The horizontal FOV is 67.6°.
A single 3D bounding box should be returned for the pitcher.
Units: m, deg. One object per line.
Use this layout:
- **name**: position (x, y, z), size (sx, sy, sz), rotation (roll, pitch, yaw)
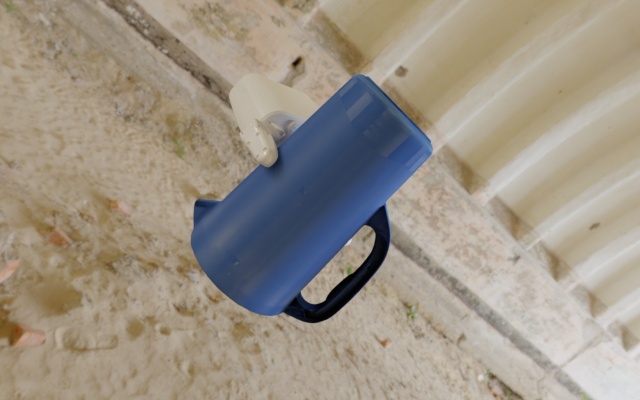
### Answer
- **pitcher**: position (0.000, 0.001, 0.490), size (0.149, 0.243, 0.145), rotation (33, 19, -42)
